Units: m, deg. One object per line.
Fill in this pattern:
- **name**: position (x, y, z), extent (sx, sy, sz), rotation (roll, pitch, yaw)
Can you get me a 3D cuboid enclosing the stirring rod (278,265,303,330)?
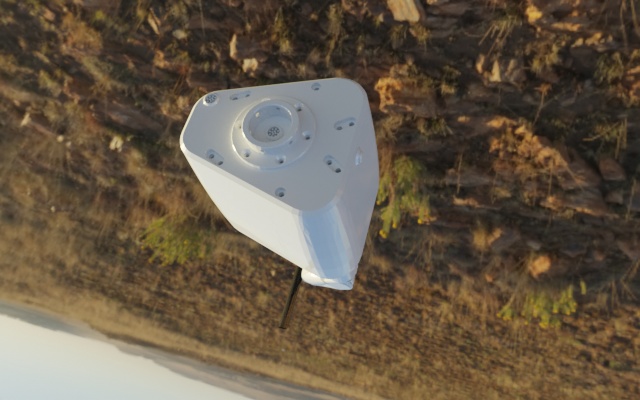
- **stirring rod**: position (0.000, 0.001, 0.449), extent (0.011, 0.239, 0.011), rotation (14, -22, 6)
